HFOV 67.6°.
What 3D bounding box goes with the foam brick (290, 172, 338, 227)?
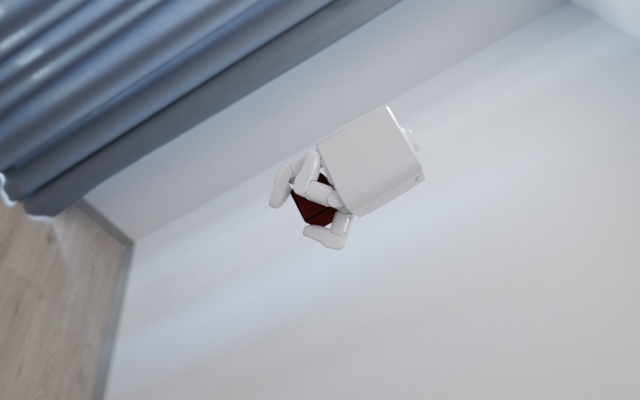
[{"bbox_3d":[0.000,0.002,0.674,0.051,0.053,0.078,-30,-16,9],"label":"foam brick"}]
